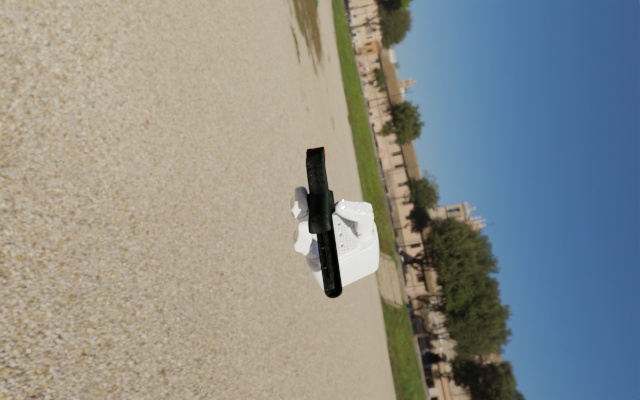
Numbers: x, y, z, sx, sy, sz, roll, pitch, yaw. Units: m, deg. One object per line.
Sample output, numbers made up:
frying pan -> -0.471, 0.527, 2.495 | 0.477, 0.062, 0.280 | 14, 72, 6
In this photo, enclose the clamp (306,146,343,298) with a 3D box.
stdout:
clamp -> 0.001, 0.002, 0.624 | 0.036, 0.209, 0.165 | -8, -32, 2
